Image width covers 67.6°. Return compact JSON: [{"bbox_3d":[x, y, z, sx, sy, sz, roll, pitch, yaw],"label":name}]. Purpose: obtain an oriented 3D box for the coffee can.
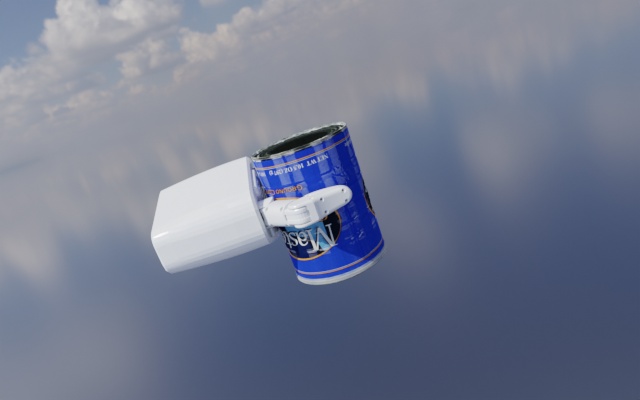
[{"bbox_3d":[0.000,0.002,0.500,0.103,0.140,0.102,-18,16,5],"label":"coffee can"}]
